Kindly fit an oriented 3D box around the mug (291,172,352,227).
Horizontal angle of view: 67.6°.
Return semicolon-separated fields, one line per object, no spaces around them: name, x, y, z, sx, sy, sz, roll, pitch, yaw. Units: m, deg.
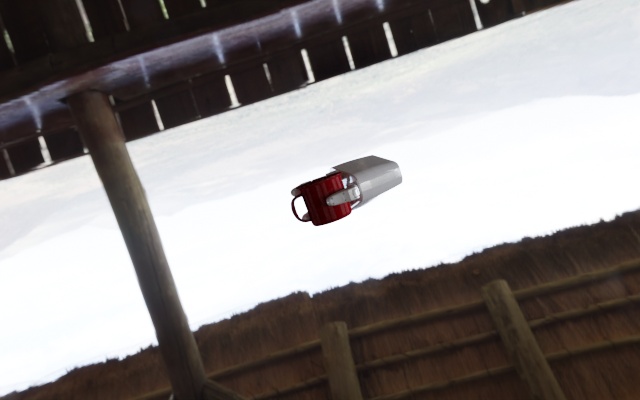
mug;-0.001;0.004;0.899;0.117;0.081;0.093;-22;6;-22
